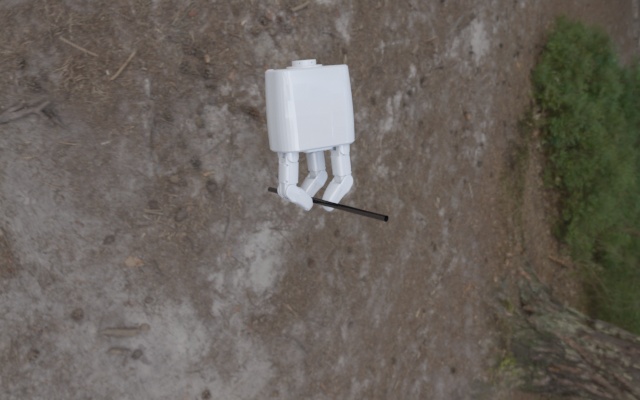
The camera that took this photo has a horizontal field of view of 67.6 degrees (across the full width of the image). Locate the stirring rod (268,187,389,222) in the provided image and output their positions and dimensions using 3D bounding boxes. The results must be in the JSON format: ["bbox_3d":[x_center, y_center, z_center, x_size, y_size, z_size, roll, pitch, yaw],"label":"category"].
[{"bbox_3d":[0.000,0.002,0.669,0.011,0.011,0.239,0,9,-43],"label":"stirring rod"}]
